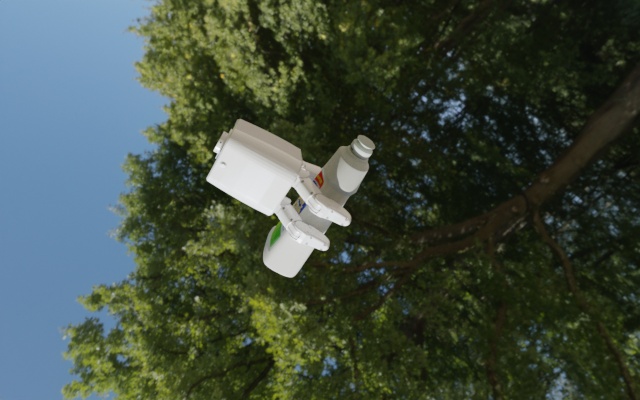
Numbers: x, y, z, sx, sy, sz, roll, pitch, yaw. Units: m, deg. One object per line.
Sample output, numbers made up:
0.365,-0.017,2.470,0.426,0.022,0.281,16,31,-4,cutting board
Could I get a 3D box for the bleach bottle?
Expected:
0.000,0.002,0.718,0.068,0.251,0.102,29,32,-12,bleach bottle
